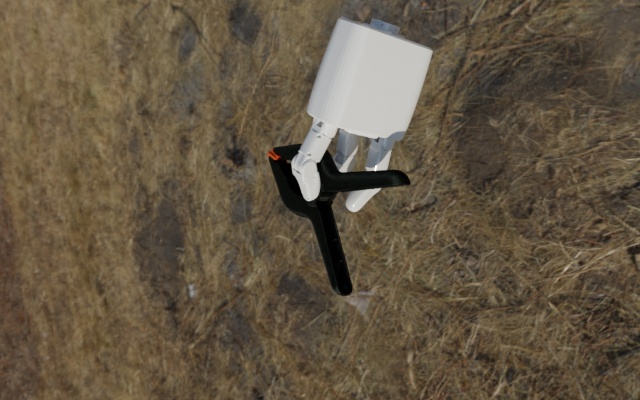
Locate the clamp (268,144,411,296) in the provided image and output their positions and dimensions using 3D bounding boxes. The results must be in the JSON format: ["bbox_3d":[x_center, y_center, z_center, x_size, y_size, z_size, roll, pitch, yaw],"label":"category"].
[{"bbox_3d":[-0.001,0.001,0.581,0.036,0.164,0.210,0,27,-46],"label":"clamp"}]
